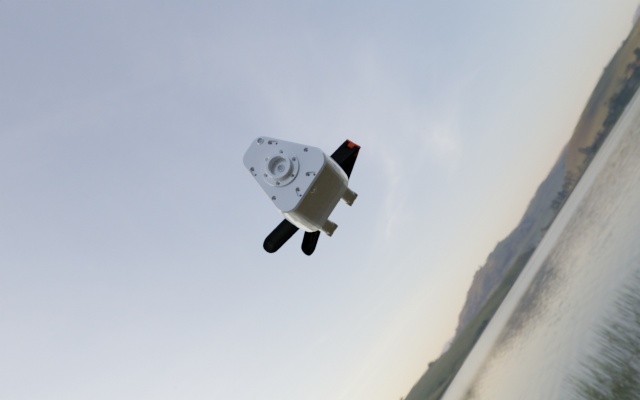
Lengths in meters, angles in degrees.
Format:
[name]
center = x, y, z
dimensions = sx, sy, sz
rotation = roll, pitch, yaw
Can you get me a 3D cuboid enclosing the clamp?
[clamp]
center = 0.000, 0.002, 0.755
dimensions = 0.036, 0.210, 0.164
rotation = 33, -3, 20
